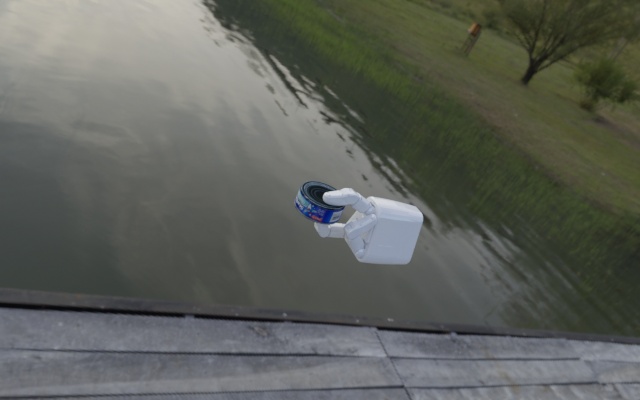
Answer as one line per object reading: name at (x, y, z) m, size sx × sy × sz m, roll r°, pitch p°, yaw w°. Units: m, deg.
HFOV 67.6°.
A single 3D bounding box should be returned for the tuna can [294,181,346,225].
tuna can at (0.000, 0.002, 0.830) m, size 0.086 × 0.034 × 0.086 m, roll 18°, pitch 30°, yaw -11°
